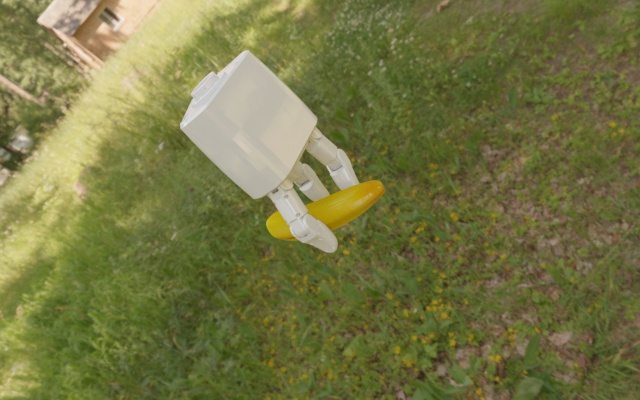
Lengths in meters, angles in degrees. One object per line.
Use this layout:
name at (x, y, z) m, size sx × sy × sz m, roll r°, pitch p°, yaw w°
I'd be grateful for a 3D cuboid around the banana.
banana at (-0.011, 0.016, 0.558) m, size 0.037 × 0.069 × 0.198 m, roll 48°, pitch -33°, yaw -21°
